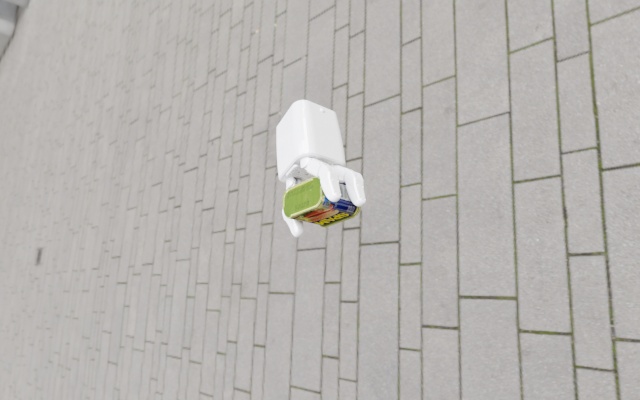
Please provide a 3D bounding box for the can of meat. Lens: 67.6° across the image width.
[{"bbox_3d":[0.000,0.003,0.774,0.084,0.057,0.102,14,-25,-41],"label":"can of meat"}]
